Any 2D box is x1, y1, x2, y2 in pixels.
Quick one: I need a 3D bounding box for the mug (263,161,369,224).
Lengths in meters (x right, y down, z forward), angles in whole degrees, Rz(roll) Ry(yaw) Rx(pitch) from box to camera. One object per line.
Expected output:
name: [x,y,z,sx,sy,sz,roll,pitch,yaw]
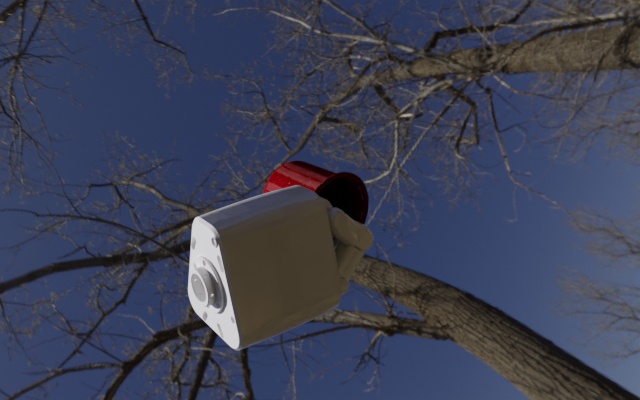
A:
mug: [0.001,0.001,0.523,0.117,0.093,0.081,-18,29,-38]
